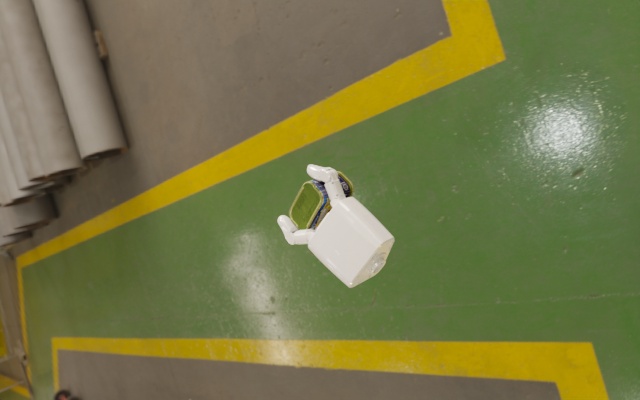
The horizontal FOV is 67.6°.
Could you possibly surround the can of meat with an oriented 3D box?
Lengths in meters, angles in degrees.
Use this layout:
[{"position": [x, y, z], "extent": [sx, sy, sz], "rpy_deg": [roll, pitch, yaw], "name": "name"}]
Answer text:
[{"position": [0.000, 0.003, 0.866], "extent": [0.084, 0.102, 0.057], "rpy_deg": [-18, 57, -45], "name": "can of meat"}]
